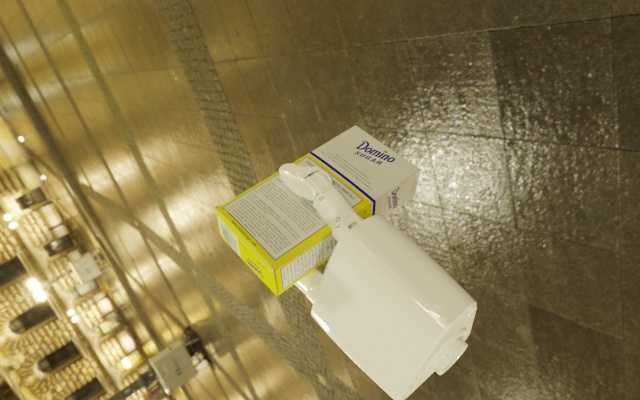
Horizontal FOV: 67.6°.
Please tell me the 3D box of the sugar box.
[{"bbox_3d":[0.000,0.002,0.451,0.176,0.048,0.093,-31,54,-27],"label":"sugar box"}]
